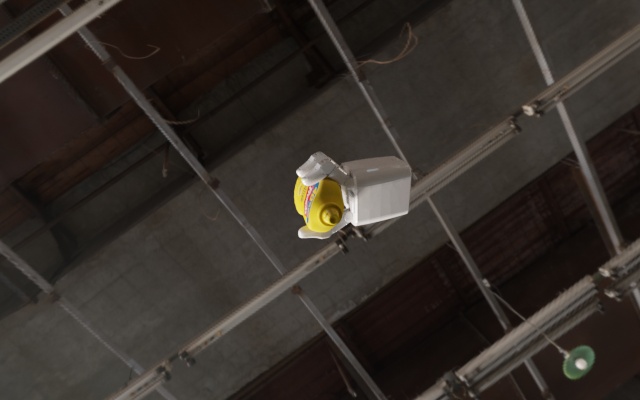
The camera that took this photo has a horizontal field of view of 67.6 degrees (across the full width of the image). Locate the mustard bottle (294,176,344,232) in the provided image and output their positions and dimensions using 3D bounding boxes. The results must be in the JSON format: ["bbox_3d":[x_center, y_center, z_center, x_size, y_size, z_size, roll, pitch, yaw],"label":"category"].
[{"bbox_3d":[0.000,0.003,0.842,0.058,0.096,0.191,13,13,-18],"label":"mustard bottle"}]
